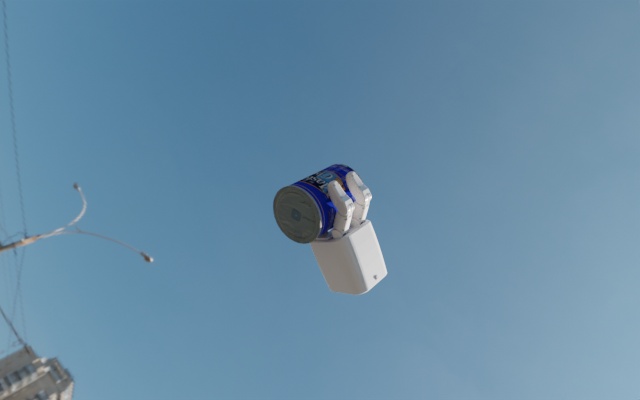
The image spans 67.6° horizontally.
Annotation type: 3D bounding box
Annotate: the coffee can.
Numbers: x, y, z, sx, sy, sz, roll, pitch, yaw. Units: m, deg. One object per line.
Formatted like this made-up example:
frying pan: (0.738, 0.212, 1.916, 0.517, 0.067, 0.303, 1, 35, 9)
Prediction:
coffee can: (0.000, 0.003, 0.846, 0.103, 0.103, 0.140, 0, 19, 40)
